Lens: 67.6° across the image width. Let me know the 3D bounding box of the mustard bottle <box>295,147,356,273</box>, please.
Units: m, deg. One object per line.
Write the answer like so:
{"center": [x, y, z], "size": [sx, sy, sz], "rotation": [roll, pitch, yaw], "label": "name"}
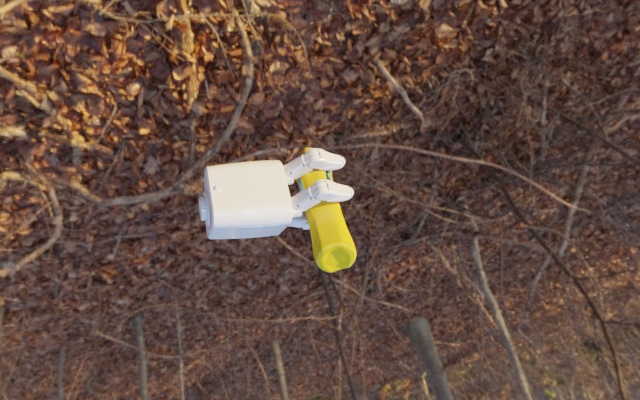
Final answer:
{"center": [0.001, 0.002, 0.700], "size": [0.058, 0.191, 0.096], "rotation": [-17, -30, 2], "label": "mustard bottle"}
